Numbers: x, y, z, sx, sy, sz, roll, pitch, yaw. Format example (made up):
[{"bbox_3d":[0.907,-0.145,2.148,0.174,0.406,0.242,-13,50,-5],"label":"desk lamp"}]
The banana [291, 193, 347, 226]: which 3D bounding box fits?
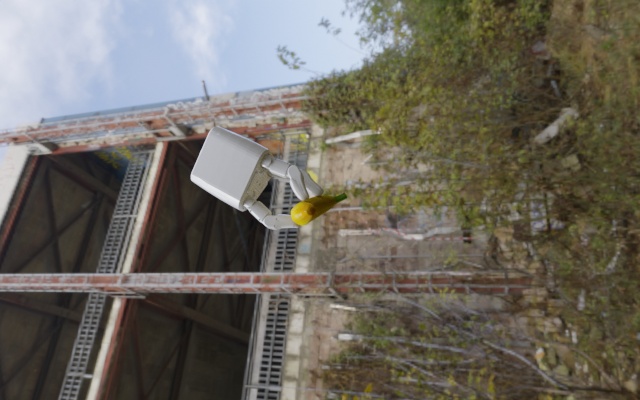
[{"bbox_3d":[-0.014,0.012,0.783,0.069,0.037,0.198,-34,-2,19],"label":"banana"}]
